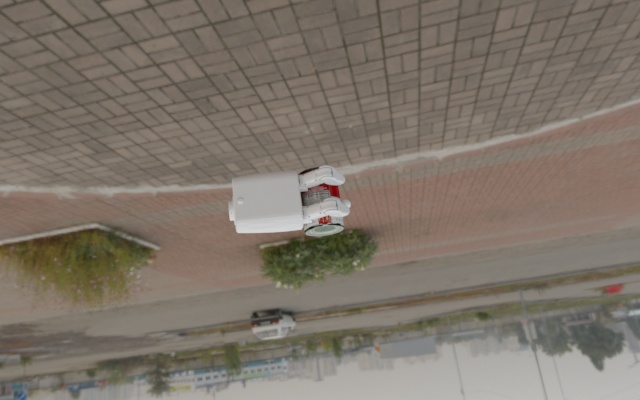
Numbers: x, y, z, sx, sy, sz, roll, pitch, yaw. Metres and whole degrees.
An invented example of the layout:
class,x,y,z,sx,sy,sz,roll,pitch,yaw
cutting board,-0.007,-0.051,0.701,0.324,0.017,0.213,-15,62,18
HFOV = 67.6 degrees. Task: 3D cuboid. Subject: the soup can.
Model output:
class,x,y,z,sx,sy,sz,roll,pitch,yaw
soup can,0.001,0.003,0.804,0.068,0.102,0.068,-7,-18,-2
